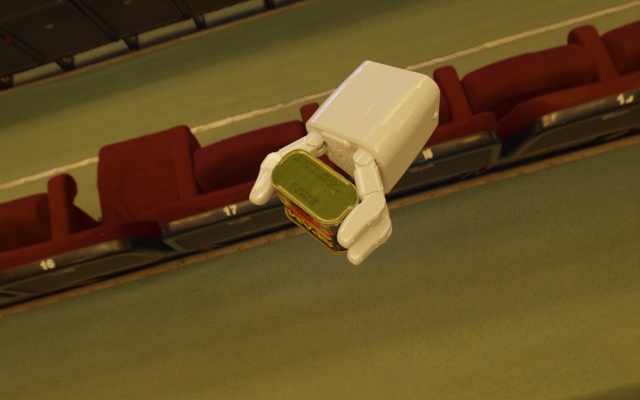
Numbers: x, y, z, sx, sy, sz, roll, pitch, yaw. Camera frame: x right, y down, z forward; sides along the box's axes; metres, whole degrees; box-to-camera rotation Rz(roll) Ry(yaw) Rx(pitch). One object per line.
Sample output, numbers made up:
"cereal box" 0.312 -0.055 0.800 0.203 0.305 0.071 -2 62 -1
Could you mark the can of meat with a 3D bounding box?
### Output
"can of meat" 0.000 0.002 0.508 0.102 0.057 0.084 37 -13 24
